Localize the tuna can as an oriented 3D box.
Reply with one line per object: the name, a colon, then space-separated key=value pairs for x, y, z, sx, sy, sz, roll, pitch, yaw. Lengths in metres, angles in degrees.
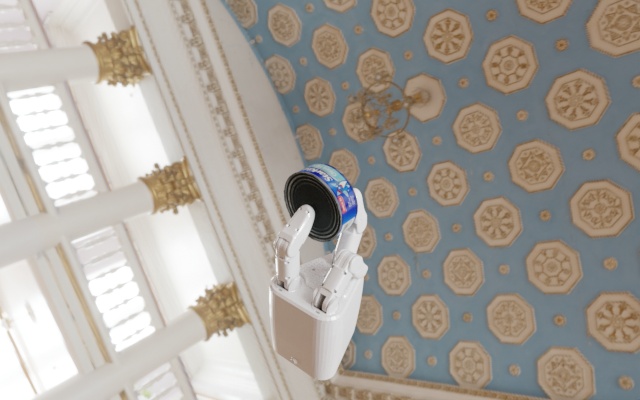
tuna can: x=0.000 y=0.001 z=0.541 sx=0.086 sy=0.086 sz=0.033 roll=0 pitch=24 yaw=46
